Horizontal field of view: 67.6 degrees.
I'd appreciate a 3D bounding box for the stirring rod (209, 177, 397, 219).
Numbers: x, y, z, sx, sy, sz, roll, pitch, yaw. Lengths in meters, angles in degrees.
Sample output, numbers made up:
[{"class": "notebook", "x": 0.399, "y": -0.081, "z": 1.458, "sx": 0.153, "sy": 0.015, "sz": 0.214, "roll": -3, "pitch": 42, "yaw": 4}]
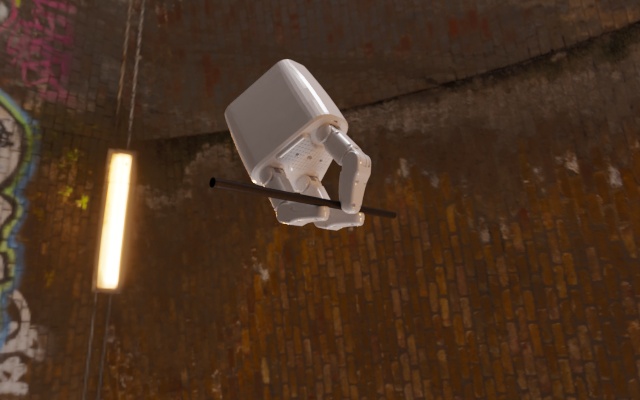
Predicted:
[{"class": "stirring rod", "x": 0.000, "y": 0.001, "z": 0.448, "sx": 0.011, "sy": 0.011, "sz": 0.239, "roll": 0, "pitch": -7, "yaw": 43}]
